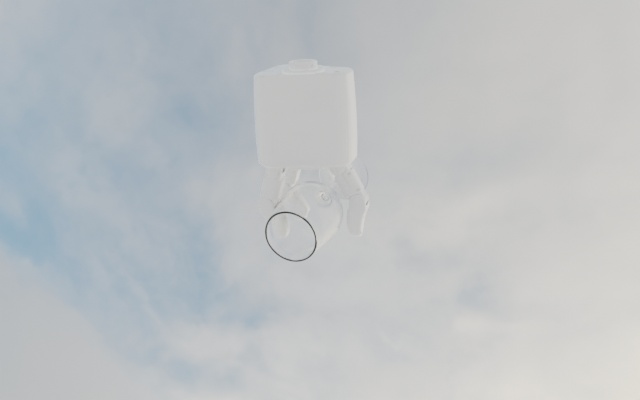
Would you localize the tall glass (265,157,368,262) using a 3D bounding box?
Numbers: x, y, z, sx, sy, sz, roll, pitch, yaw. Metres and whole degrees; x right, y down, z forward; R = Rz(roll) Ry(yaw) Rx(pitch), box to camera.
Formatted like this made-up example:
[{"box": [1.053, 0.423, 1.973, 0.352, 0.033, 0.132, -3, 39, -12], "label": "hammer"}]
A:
[{"box": [0.000, 0.002, 0.606, 0.079, 0.079, 0.201, 0, 23, 21], "label": "tall glass"}]
